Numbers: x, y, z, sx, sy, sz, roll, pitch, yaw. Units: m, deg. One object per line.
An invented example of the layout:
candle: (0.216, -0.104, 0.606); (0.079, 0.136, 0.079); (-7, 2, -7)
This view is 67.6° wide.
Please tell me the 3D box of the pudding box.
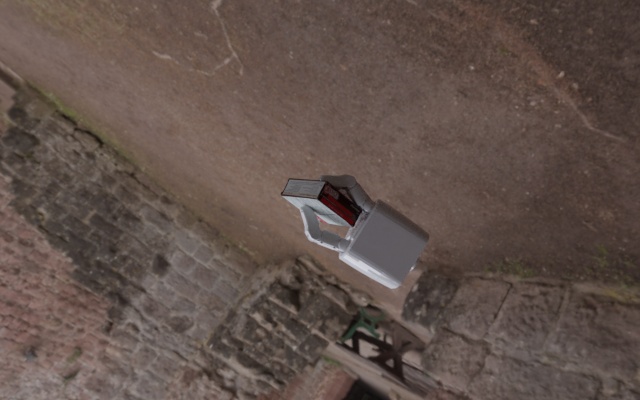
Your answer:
pudding box: (0.000, 0.003, 0.788); (0.090, 0.039, 0.113); (39, -20, -32)
